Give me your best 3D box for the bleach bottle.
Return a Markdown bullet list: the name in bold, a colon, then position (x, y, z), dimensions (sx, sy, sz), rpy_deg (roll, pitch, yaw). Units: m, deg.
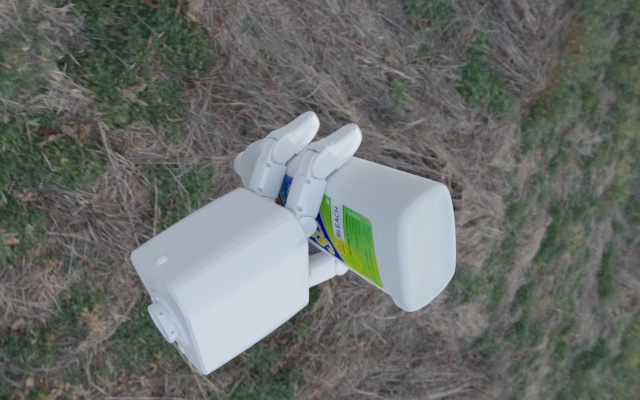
- **bleach bottle**: position (0.000, 0.001, 0.440), dimensions (0.068, 0.103, 0.250), rpy_deg (-31, 35, -30)
